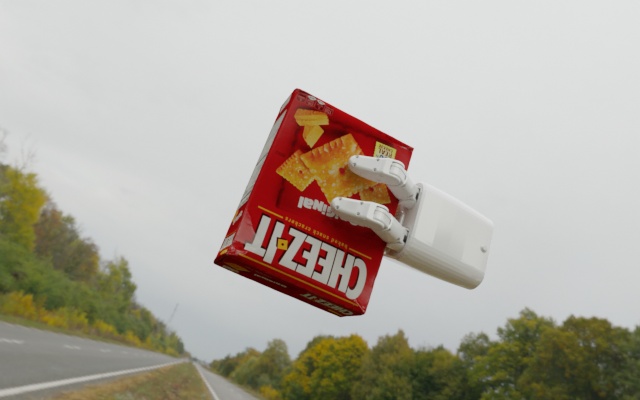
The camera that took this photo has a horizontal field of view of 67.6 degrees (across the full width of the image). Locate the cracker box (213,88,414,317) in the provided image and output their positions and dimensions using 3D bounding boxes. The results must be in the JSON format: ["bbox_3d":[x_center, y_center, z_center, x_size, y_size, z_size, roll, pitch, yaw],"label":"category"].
[{"bbox_3d":[0.000,0.002,0.544,0.164,0.213,0.072,26,-23,-14],"label":"cracker box"}]
